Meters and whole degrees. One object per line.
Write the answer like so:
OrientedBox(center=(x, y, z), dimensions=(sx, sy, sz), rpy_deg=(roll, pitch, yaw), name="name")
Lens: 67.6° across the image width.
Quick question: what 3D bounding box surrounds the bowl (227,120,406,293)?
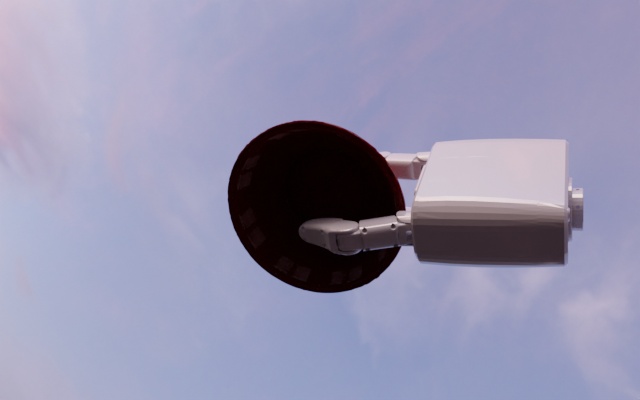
OrientedBox(center=(-0.001, 0.001, 0.435), dimensions=(0.162, 0.162, 0.055), rpy_deg=(0, 22, 17), name="bowl")
